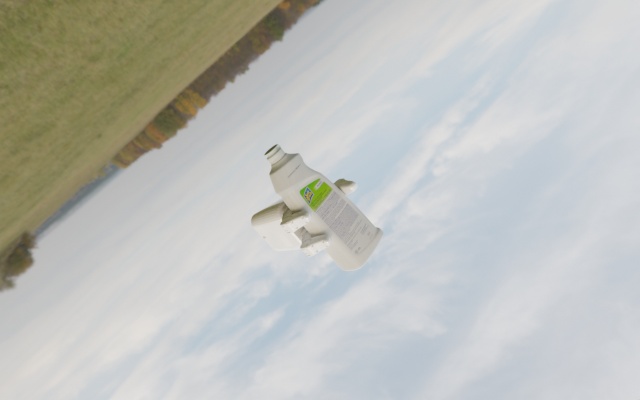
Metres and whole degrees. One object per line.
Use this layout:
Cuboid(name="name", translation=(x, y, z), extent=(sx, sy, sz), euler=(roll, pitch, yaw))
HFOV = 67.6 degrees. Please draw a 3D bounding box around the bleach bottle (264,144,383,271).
Cuboid(name="bleach bottle", translation=(0.000, 0.003, 0.821), extent=(0.068, 0.251, 0.102), euler=(-17, 29, 51))
